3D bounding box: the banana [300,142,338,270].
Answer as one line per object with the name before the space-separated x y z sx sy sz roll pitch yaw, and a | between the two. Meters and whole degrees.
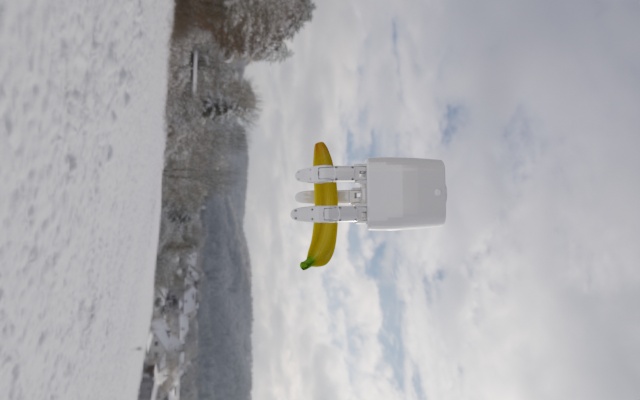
banana | 0.004 0.013 0.686 0.037 0.197 0.070 -2 -26 14
